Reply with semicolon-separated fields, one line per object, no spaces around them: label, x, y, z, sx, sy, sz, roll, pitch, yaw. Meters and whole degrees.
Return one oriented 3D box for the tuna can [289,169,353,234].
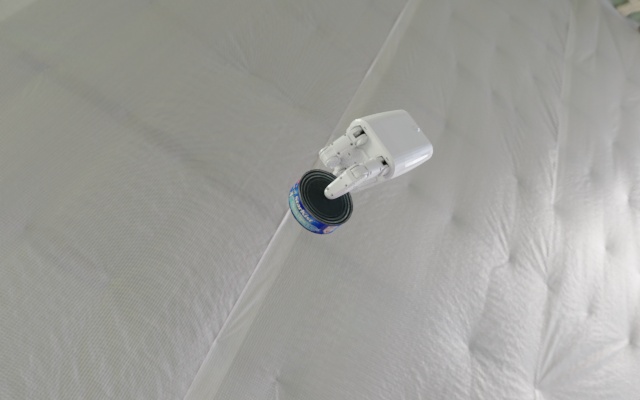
tuna can;0.000;0.002;0.650;0.086;0.086;0.034;0;-28;-36
